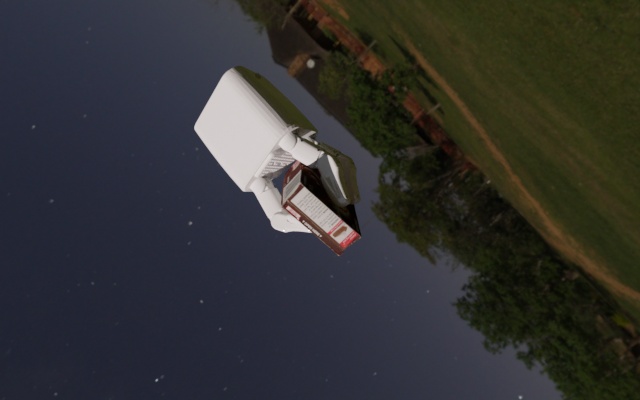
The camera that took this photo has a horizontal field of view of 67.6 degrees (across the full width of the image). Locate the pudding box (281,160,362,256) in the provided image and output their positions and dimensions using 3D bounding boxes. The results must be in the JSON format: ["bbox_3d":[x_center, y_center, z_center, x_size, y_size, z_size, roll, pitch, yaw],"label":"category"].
[{"bbox_3d":[0.000,0.002,0.551,0.090,0.039,0.113,41,17,-15],"label":"pudding box"}]
